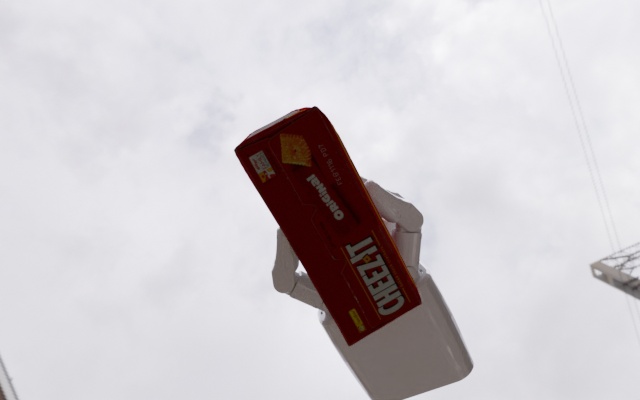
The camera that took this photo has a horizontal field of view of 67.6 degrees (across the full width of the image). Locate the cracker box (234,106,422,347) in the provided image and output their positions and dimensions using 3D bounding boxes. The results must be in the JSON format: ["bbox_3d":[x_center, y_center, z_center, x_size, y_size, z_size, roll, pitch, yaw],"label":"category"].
[{"bbox_3d":[0.000,0.001,0.426,0.072,0.164,0.213,-30,12,0],"label":"cracker box"}]
